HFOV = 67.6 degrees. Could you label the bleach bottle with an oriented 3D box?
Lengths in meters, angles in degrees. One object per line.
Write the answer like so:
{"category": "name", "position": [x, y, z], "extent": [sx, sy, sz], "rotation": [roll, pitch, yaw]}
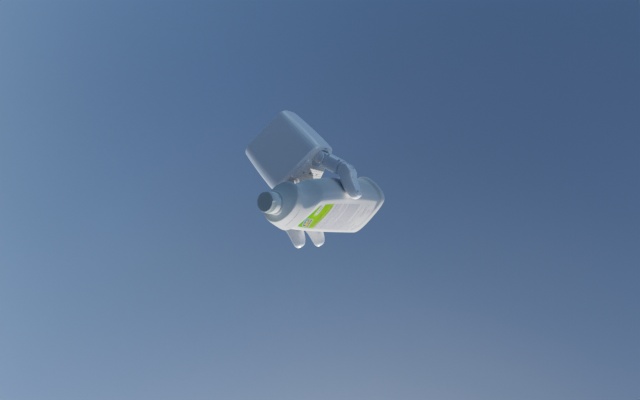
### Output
{"category": "bleach bottle", "position": [0.000, 0.003, 0.754], "extent": [0.068, 0.102, 0.251], "rotation": [48, 23, 27]}
